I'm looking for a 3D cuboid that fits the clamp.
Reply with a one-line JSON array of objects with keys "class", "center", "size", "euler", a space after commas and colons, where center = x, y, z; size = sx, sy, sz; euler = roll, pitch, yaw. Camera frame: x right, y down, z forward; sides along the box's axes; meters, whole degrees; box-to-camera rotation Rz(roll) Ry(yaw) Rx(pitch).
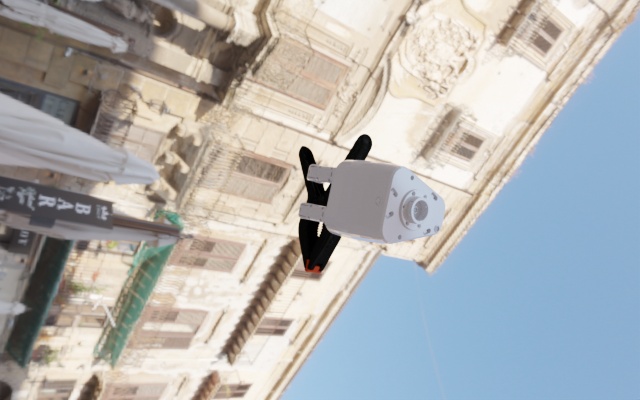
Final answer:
[{"class": "clamp", "center": [0.001, 0.003, 0.726], "size": [0.036, 0.210, 0.164], "euler": [14, -3, -34]}]
